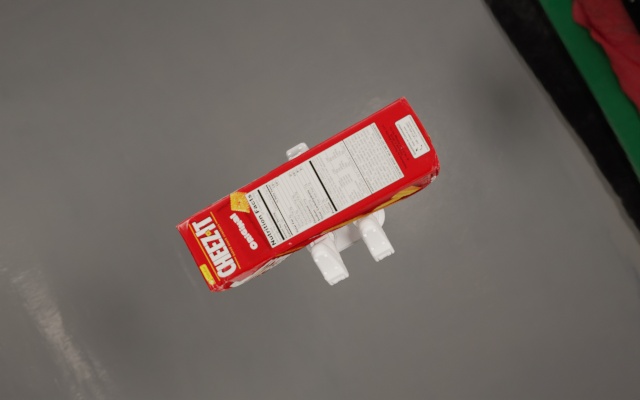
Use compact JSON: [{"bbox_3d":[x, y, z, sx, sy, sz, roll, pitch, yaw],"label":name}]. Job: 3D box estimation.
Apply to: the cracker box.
[{"bbox_3d":[0.000,0.001,0.453,0.214,0.072,0.164,-29,-6,6],"label":"cracker box"}]
